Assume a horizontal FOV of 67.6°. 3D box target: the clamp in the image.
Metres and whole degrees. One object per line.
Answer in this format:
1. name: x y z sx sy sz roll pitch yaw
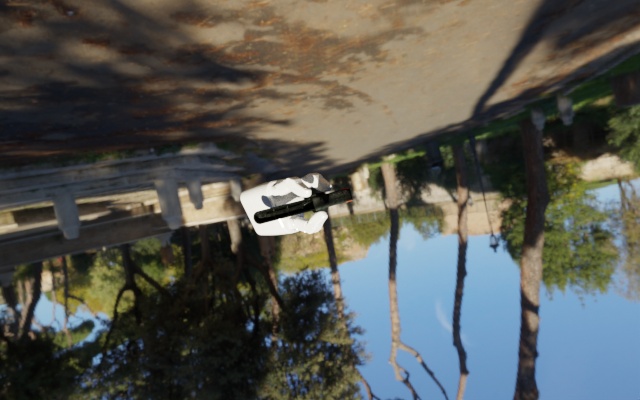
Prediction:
1. clamp: 0.001 0.004 0.899 0.210 0.036 0.164 -14 1 -43
